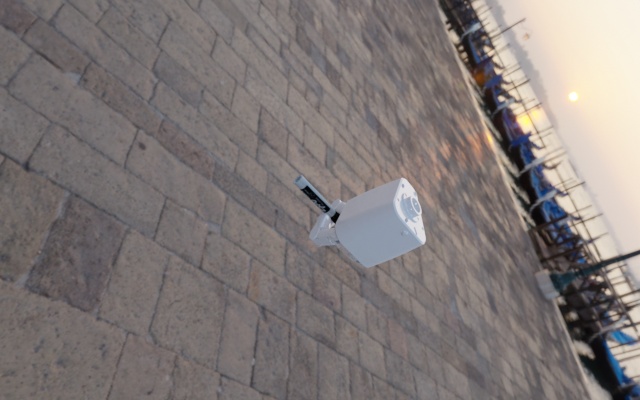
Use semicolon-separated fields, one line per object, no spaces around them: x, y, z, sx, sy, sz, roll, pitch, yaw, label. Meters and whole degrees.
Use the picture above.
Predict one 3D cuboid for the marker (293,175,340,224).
0.000;0.003;0.793;0.020;0.020;0.121;0;-38;50;marker
